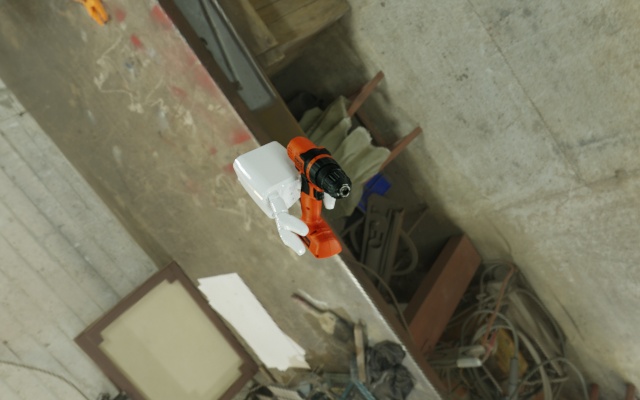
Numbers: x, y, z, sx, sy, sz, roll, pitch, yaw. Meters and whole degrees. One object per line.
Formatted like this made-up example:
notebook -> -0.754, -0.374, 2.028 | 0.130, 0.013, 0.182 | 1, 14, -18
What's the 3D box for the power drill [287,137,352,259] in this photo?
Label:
power drill -> 0.000, 0.003, 0.811 | 0.057, 0.188, 0.184 | -13, 33, -20
